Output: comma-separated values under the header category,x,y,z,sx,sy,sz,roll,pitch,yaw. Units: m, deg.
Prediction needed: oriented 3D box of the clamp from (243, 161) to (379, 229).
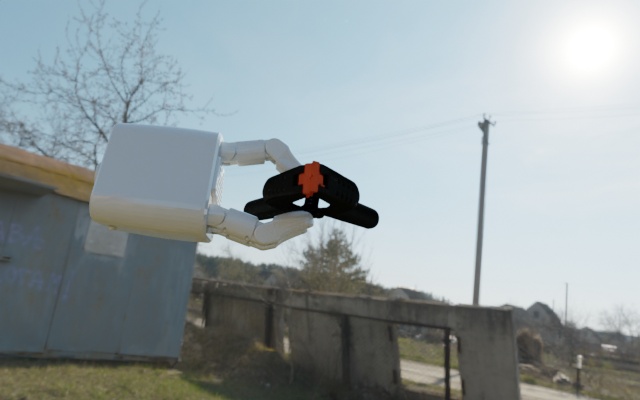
category,x,y,z,sx,sy,sz,roll,pitch,yaw
clamp,0.000,0.001,0.501,0.164,0.036,0.210,4,-12,-7
